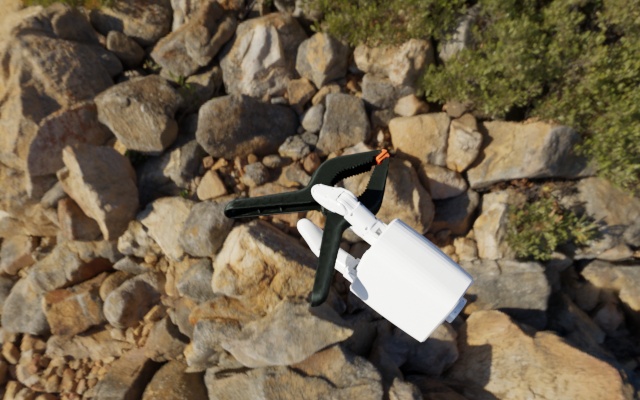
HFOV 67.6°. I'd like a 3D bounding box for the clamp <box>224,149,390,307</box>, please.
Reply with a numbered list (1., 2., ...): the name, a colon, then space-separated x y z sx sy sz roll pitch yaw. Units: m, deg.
1. clamp: 0.001 0.001 0.578 0.164 0.210 0.036 37 -23 16
